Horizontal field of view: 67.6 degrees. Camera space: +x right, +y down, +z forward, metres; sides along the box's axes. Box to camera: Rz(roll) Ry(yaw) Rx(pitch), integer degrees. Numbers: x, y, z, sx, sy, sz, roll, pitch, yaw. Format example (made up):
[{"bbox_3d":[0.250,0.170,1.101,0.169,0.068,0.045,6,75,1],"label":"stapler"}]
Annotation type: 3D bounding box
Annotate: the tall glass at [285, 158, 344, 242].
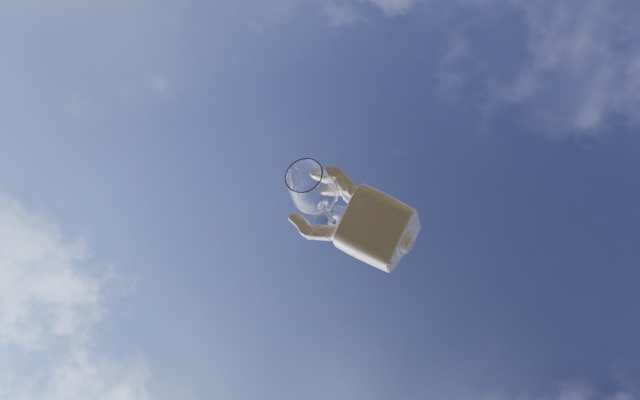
[{"bbox_3d":[0.000,0.003,0.822,0.079,0.079,0.201,0,-25,17],"label":"tall glass"}]
